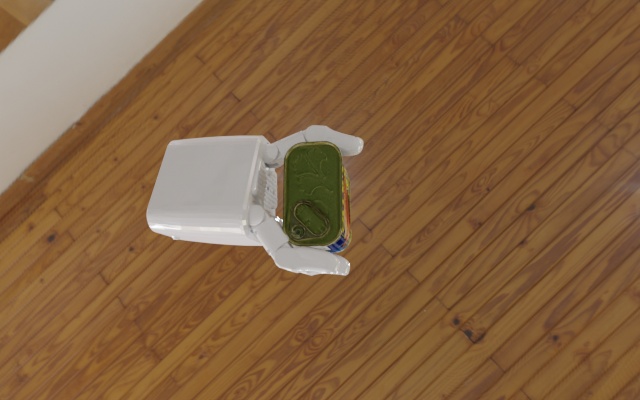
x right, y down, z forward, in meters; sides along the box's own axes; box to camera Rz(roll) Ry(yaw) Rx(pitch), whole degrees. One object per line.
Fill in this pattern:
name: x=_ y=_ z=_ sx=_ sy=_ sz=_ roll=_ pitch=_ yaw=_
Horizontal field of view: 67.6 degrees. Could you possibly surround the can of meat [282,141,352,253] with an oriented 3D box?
can of meat: x=0.000 y=0.002 z=0.488 sx=0.057 sy=0.102 sz=0.084 roll=-3 pitch=-13 yaw=11
